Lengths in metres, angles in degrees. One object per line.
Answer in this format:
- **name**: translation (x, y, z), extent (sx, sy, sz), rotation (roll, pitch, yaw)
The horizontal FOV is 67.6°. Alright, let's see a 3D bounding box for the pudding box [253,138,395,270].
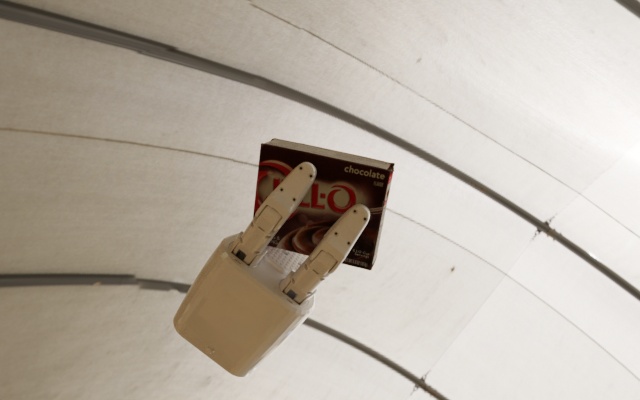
- **pudding box**: translation (0.000, 0.001, 0.412), extent (0.113, 0.090, 0.039), rotation (12, 20, 9)
